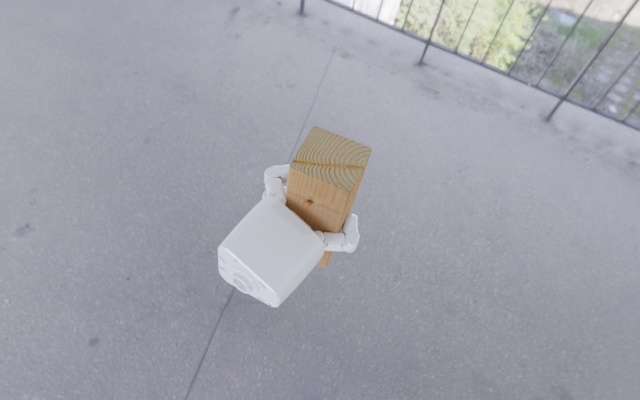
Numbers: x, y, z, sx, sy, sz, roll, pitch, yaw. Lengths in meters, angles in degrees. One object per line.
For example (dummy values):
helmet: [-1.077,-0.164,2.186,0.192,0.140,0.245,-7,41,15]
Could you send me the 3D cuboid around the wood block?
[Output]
wood block: [0.000,0.003,0.719,0.091,0.090,0.206,23,-36,7]
